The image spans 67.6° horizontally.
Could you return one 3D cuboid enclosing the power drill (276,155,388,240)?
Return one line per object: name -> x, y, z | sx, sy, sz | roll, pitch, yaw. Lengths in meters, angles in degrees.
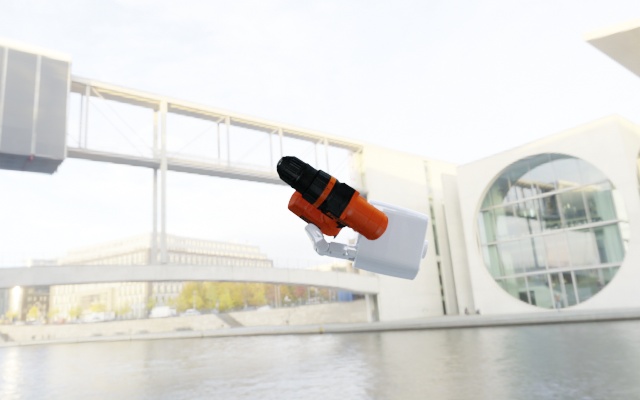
power drill -> 0.000, 0.003, 0.752 | 0.184, 0.057, 0.187 | 35, -11, -8
